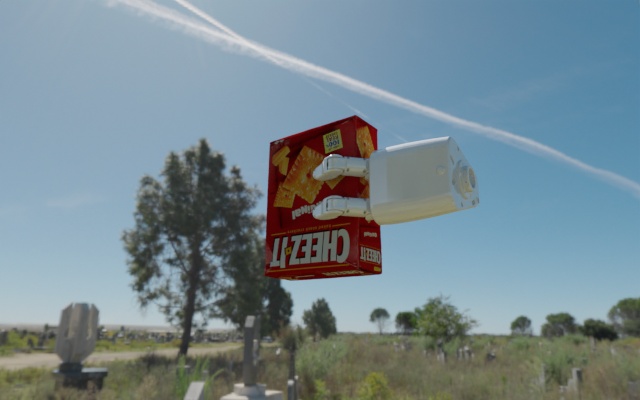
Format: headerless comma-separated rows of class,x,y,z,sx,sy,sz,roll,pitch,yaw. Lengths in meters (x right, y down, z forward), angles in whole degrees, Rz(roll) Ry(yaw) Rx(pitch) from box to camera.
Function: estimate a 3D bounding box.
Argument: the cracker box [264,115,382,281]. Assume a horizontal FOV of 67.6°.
cracker box,0.000,0.002,0.691,0.164,0.213,0.072,-11,-19,35
